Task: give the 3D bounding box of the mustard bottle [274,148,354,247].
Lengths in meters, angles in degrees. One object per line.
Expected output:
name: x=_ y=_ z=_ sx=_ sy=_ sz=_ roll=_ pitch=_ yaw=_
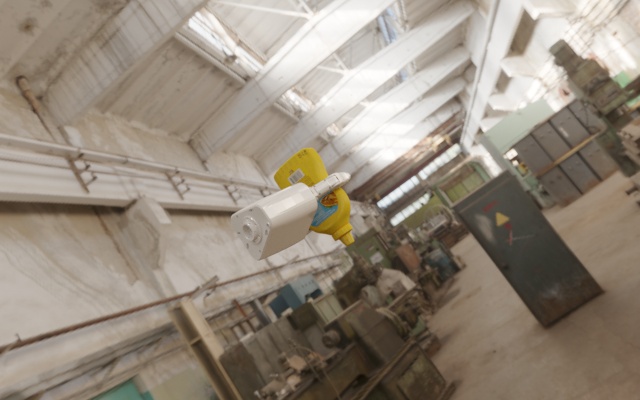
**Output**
mustard bottle: x=0.000 y=0.003 z=0.886 sx=0.096 sy=0.191 sz=0.058 roll=-39 pitch=-10 yaw=23
